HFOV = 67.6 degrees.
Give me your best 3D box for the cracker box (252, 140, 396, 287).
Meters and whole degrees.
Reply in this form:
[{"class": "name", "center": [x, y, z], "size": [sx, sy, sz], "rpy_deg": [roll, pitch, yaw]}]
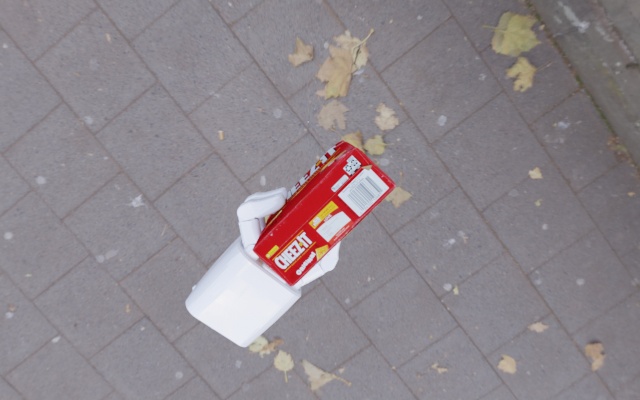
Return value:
[{"class": "cracker box", "center": [0.000, 0.002, 0.618], "size": [0.072, 0.164, 0.213], "rpy_deg": [44, 6, -8]}]
